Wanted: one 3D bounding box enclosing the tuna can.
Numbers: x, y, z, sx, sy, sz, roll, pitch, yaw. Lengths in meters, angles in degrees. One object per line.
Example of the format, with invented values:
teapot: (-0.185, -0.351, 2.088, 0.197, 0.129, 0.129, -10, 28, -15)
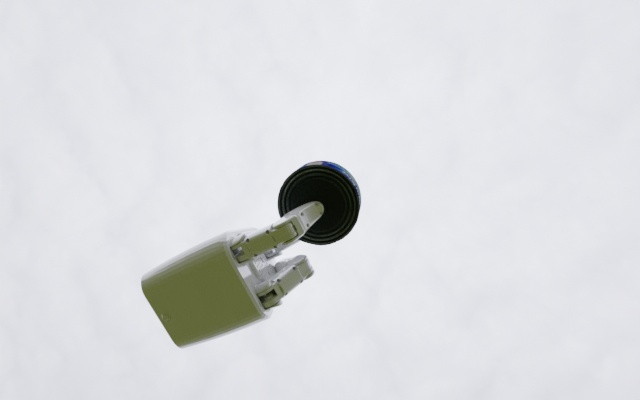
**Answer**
tuna can: (0.000, 0.001, 0.503, 0.086, 0.086, 0.033, 0, 15, 10)
